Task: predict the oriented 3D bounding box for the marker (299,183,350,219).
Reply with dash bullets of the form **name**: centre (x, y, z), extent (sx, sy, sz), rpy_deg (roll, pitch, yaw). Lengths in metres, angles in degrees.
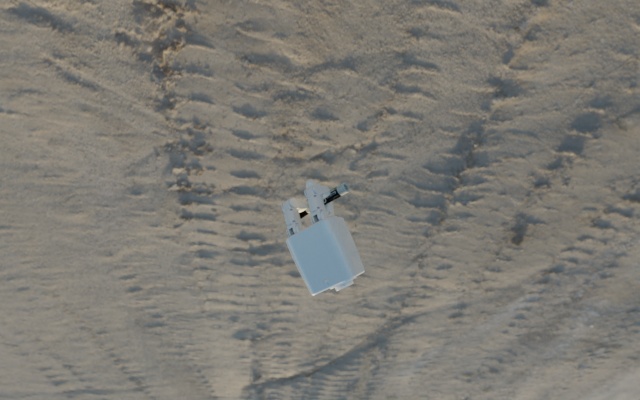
- **marker**: centre (0.000, 0.003, 0.861), extent (0.121, 0.020, 0.020), rpy_deg (-30, -16, 30)
